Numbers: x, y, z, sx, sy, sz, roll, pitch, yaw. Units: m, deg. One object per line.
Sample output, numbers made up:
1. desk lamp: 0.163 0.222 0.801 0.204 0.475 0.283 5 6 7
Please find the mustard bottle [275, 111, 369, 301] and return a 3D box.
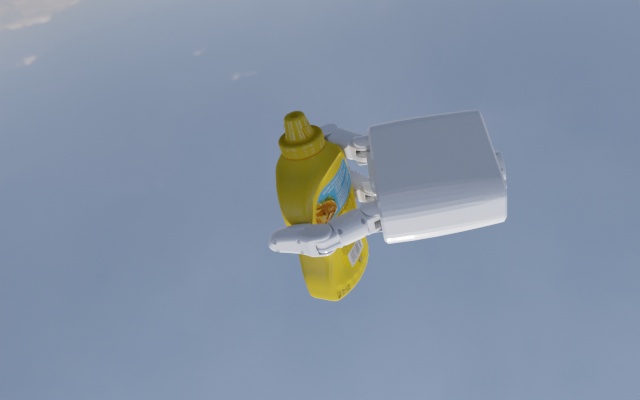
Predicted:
1. mustard bottle: 0.000 0.002 0.466 0.058 0.192 0.096 6 41 28
